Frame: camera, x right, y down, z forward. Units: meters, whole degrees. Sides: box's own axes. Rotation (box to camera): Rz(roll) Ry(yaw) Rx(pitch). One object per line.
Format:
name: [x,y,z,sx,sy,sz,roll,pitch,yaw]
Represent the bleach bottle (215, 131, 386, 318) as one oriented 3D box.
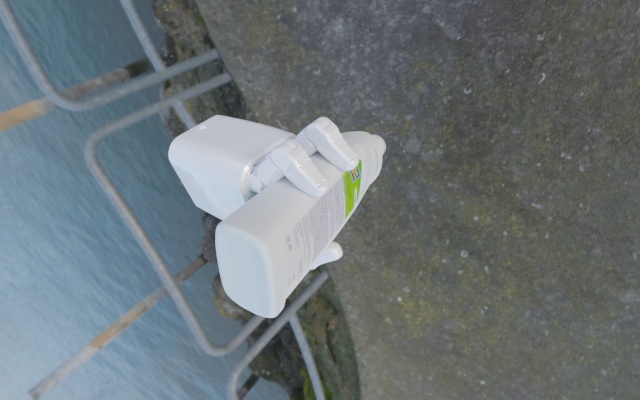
bleach bottle: [0.000,0.002,0.500,0.068,0.103,0.250,20,40,26]
